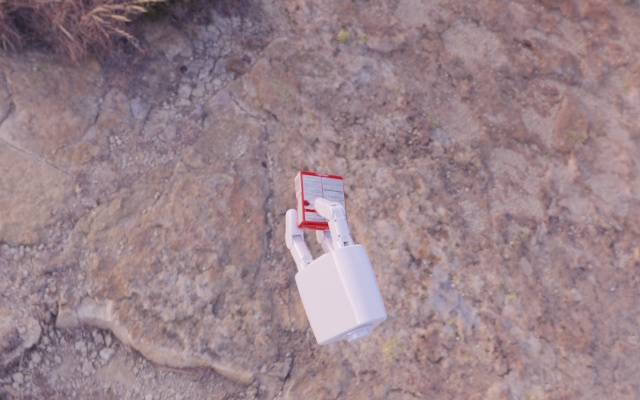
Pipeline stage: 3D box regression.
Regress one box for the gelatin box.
[{"bbox_3d":[0.000,0.002,0.735,0.073,0.089,0.030,6,-27,-22],"label":"gelatin box"}]
